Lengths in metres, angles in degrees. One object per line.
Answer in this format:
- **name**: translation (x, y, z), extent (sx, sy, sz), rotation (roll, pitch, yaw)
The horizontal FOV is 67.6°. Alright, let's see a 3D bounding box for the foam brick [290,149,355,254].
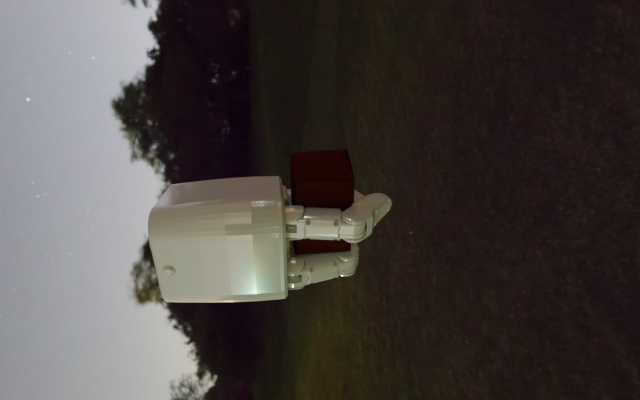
- **foam brick**: translation (0.000, 0.001, 0.421), extent (0.051, 0.078, 0.053), rotation (-2, 33, -5)
